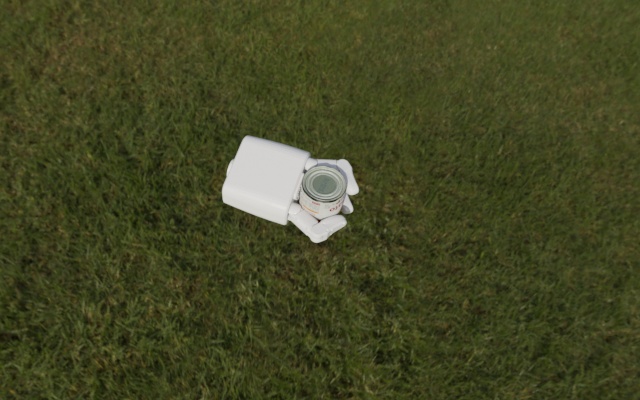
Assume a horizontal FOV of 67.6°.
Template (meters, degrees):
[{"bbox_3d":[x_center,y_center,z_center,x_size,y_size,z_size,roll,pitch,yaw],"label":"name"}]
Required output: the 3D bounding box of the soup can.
[{"bbox_3d":[0.001,0.002,0.736,0.068,0.068,0.102,0,-34,-8],"label":"soup can"}]
